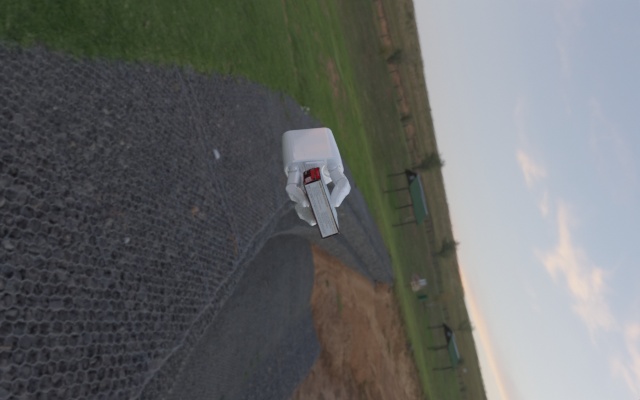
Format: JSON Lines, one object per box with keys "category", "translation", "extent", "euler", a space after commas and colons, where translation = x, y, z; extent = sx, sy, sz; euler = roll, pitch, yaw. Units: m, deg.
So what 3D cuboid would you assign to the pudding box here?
{"category": "pudding box", "translation": [0.000, 0.003, 0.885], "extent": [0.039, 0.113, 0.090], "euler": [-19, 17, 5]}
